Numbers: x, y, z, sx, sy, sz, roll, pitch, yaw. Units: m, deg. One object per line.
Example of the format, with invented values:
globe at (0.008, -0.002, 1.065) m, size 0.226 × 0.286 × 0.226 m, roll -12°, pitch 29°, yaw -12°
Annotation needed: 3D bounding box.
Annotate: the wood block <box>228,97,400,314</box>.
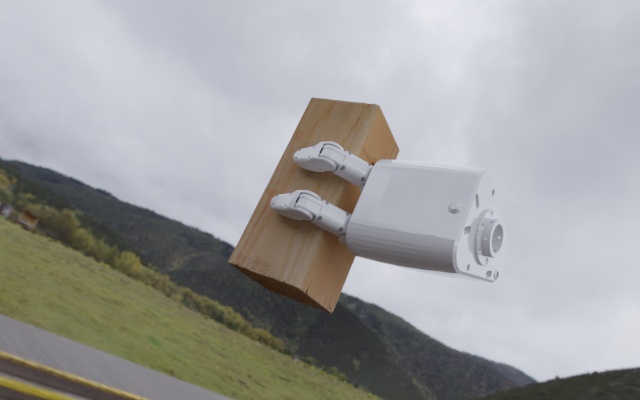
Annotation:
wood block at (0.001, 0.002, 0.517) m, size 0.090 × 0.206 × 0.091 m, roll 13°, pitch -22°, yaw 31°
